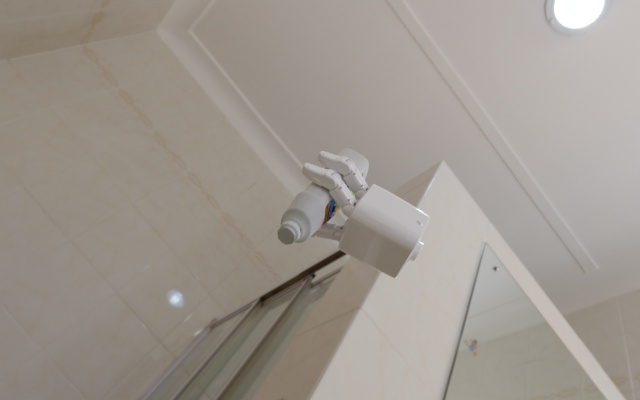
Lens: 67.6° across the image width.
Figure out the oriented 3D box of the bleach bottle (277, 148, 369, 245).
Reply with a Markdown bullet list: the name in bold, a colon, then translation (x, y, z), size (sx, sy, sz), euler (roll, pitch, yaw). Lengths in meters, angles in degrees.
- **bleach bottle**: translation (0.000, 0.002, 0.769), size (0.068, 0.103, 0.250), euler (30, 35, 10)
